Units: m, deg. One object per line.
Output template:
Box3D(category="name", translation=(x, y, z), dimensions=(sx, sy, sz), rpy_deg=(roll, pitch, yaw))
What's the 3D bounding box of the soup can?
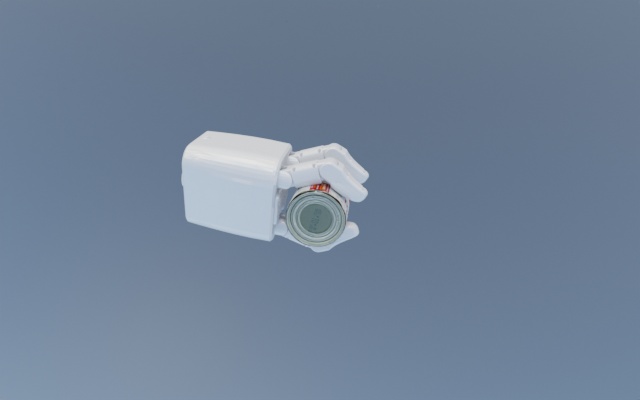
Box3D(category="soup can", translation=(0.001, 0.002, 0.555), dimensions=(0.068, 0.068, 0.102), rpy_deg=(0, 22, 7))
